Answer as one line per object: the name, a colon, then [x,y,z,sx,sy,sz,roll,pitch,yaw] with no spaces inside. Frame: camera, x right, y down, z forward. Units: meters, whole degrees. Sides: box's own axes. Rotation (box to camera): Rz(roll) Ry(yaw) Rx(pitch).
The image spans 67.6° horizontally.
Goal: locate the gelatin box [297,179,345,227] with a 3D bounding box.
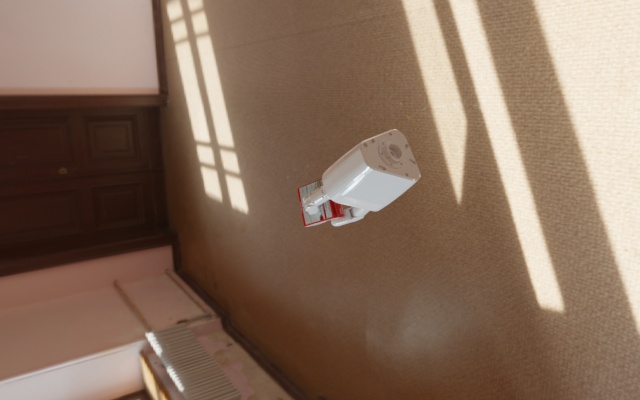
gelatin box: [0.000,0.003,0.849,0.030,0.073,0.089,-6,-9,-40]
